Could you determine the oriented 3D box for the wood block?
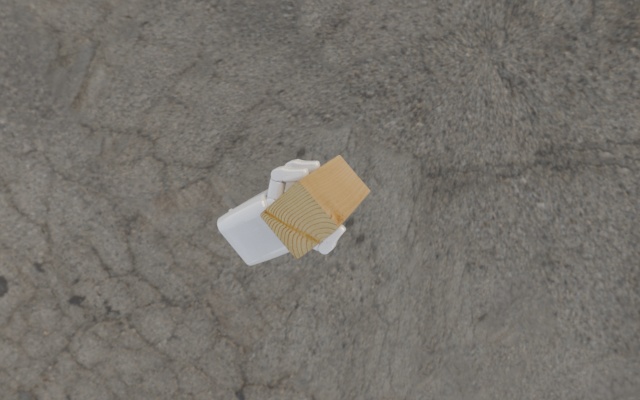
[{"bbox_3d":[0.000,0.003,0.786,0.090,0.091,0.206,-39,1,25],"label":"wood block"}]
